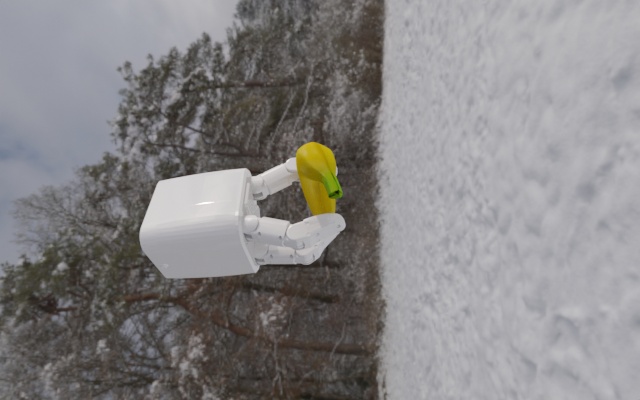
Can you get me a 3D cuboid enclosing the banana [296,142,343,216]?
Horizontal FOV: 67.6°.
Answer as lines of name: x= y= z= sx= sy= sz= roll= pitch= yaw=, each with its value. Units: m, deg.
banana: x=-0.003 y=-0.017 z=0.493 sx=0.037 sy=0.069 sz=0.198 roll=-9 pitch=-10 yaw=-1
